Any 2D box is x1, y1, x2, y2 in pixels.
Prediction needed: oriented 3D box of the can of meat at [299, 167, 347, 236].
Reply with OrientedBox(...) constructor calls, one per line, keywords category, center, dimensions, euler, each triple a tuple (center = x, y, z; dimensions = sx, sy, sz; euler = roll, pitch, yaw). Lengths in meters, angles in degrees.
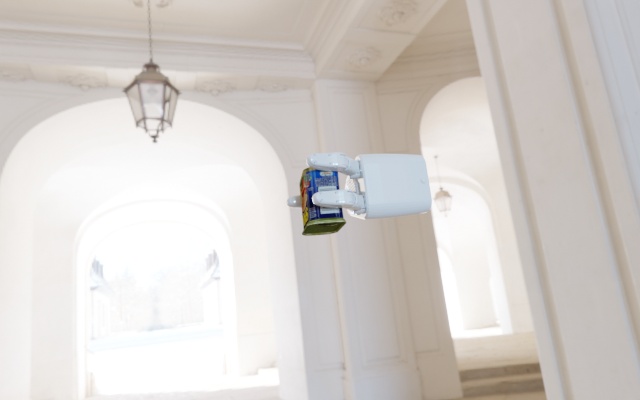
OrientedBox(category="can of meat", center=(0.000, 0.002, 0.712), dimensions=(0.057, 0.084, 0.102), euler=(-4, -13, -9))
